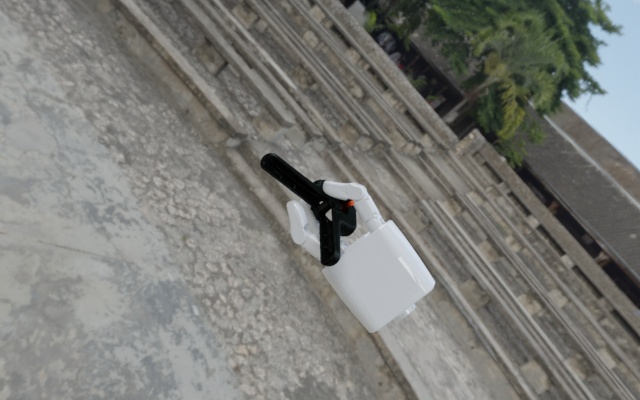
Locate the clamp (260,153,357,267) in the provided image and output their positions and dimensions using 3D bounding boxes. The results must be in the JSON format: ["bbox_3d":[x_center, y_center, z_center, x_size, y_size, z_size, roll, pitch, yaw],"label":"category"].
[{"bbox_3d":[0.001,0.002,0.673,0.036,0.164,0.210,-36,-6,18],"label":"clamp"}]
